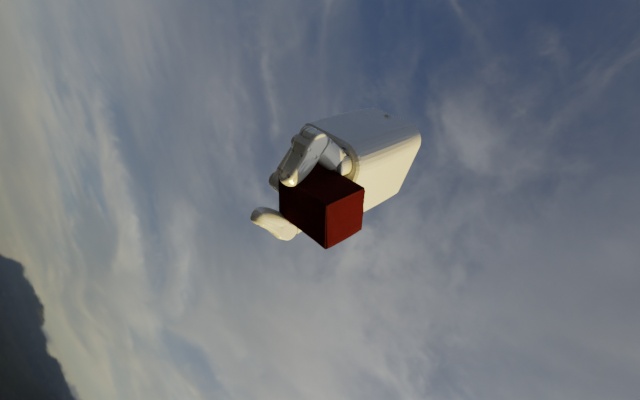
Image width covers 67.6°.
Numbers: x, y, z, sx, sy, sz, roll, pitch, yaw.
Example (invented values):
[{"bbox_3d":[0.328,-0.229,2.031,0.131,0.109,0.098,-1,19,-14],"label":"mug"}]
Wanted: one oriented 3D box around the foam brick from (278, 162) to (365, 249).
[{"bbox_3d":[0.000,0.002,0.482,0.051,0.053,0.078,-23,40,-33],"label":"foam brick"}]
